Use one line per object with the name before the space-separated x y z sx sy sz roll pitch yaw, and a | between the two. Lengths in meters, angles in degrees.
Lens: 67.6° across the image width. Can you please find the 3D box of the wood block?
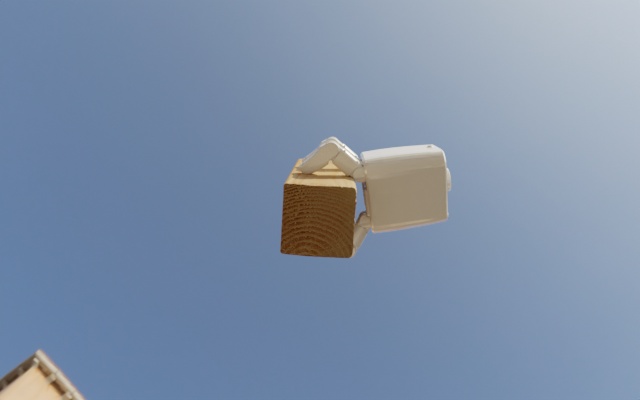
wood block | 0.000 0.002 0.671 0.090 0.091 0.206 3 13 1
